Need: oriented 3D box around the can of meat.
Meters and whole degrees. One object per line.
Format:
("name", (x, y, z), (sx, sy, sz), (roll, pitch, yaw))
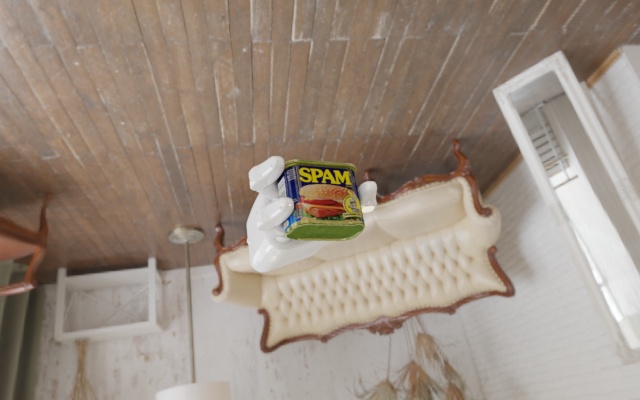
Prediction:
("can of meat", (0.000, 0.002, 0.585), (0.102, 0.084, 0.057), (3, -27, -25))
